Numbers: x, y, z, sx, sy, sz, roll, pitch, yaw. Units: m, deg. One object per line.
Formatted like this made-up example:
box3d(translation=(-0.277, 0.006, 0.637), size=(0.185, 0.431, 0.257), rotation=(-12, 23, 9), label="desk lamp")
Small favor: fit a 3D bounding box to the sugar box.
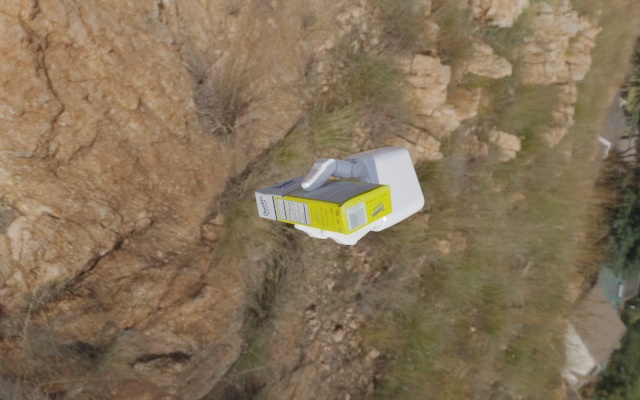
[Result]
box3d(translation=(0.000, 0.003, 0.655), size=(0.093, 0.048, 0.176), rotation=(-22, 18, -40), label="sugar box")
